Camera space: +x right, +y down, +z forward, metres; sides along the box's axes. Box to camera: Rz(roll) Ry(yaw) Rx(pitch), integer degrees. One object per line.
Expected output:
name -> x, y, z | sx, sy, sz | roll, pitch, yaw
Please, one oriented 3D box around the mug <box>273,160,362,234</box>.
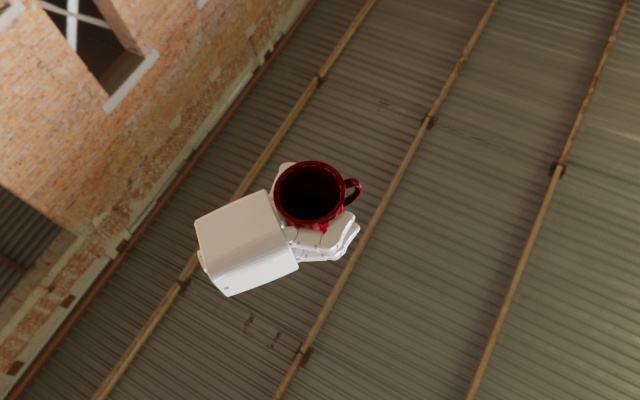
mug -> 0.001, 0.002, 0.643 | 0.117, 0.093, 0.081 | -22, -27, -6
